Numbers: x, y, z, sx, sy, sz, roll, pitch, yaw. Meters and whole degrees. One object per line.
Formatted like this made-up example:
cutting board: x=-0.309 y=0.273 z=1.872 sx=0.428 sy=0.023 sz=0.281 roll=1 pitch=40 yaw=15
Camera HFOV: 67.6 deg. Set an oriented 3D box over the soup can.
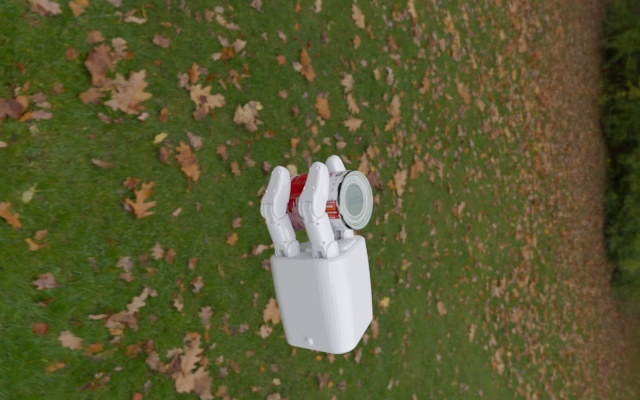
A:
soup can: x=0.000 y=0.001 z=0.550 sx=0.102 sy=0.068 sz=0.068 roll=-3 pitch=-2 yaw=38
